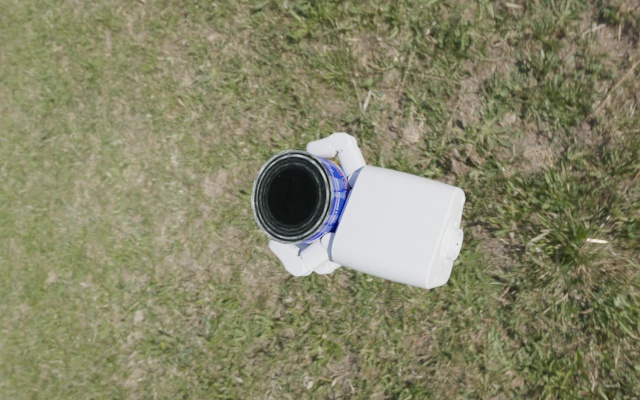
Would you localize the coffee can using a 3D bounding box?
[{"bbox_3d":[0.000,0.002,0.568,0.103,0.103,0.140,0,-5,28],"label":"coffee can"}]
